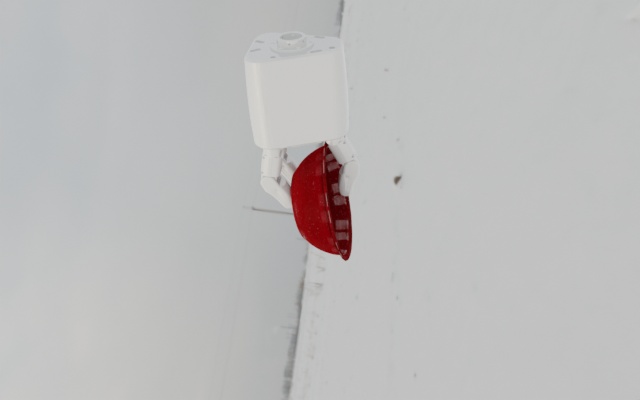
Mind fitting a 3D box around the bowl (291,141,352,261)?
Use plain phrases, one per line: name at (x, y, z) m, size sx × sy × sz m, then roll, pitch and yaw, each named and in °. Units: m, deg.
bowl at (0.000, 0.003, 0.633) m, size 0.055 × 0.162 × 0.162 m, roll -9°, pitch -2°, yaw 12°
